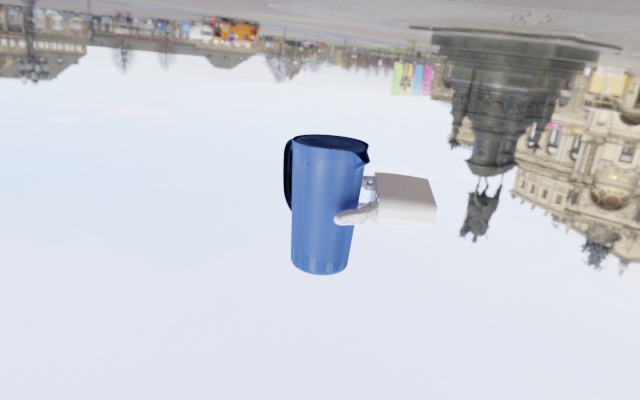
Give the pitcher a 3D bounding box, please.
[{"bbox_3d":[0.000,0.003,0.864,0.145,0.243,0.149,4,18,-5],"label":"pitcher"}]
